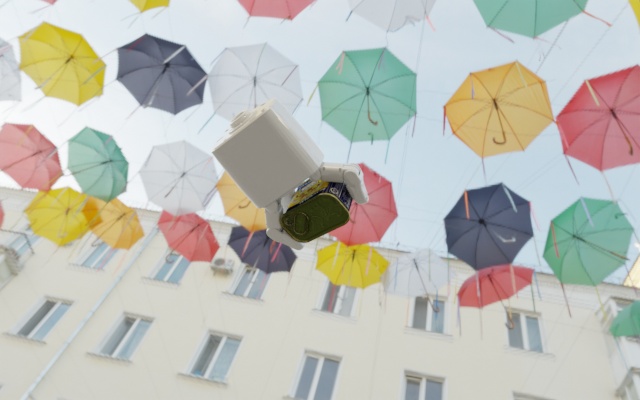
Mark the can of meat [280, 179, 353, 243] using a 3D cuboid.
[{"bbox_3d":[0.000,0.002,0.685,0.102,0.057,0.084,-28,24,32],"label":"can of meat"}]
